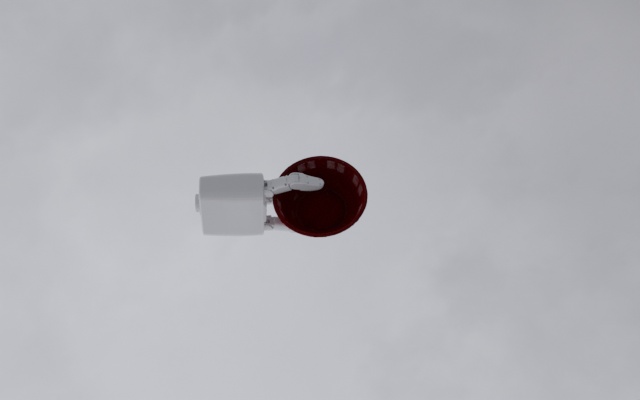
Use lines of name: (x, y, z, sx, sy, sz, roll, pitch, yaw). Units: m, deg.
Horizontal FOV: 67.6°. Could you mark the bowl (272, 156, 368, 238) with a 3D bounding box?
bowl: (0.001, 0.003, 0.826, 0.162, 0.162, 0.055, 0, -31, 4)
